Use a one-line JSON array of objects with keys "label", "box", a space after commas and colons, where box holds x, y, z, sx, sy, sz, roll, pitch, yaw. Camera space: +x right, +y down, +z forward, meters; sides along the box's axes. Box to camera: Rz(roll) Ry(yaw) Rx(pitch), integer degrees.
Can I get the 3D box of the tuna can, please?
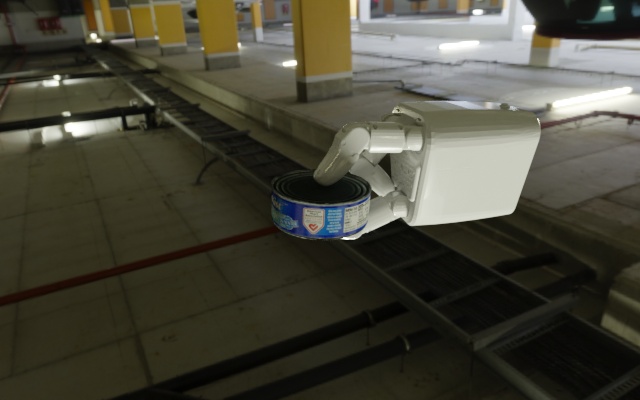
[{"label": "tuna can", "box": [0.000, 0.002, 0.412, 0.086, 0.034, 0.086, 2, 22, -1]}]
